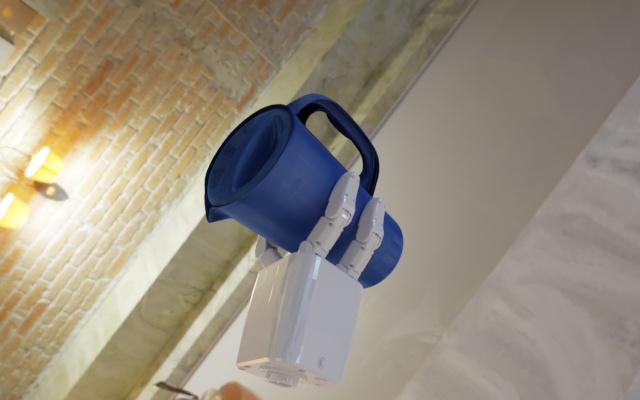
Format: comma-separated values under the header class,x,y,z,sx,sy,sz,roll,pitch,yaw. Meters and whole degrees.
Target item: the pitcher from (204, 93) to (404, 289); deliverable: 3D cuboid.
class,x,y,z,sx,sy,sz,roll,pitch,yaw
pitcher,0.000,0.002,0.565,0.149,0.145,0.243,-17,-42,38
